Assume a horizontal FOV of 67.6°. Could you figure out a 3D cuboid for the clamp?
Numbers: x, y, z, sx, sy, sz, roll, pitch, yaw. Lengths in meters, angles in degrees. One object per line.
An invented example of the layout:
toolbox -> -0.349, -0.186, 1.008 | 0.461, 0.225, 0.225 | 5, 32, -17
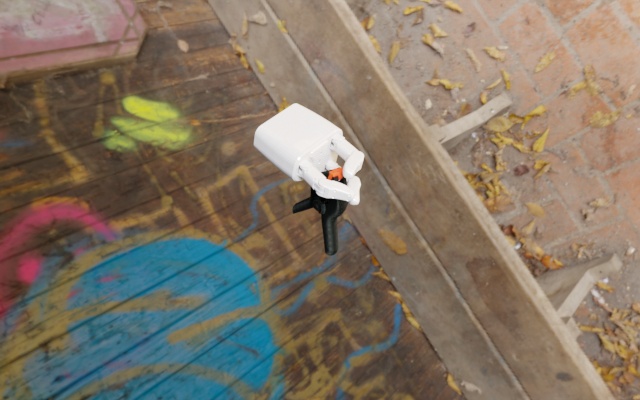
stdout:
clamp -> 0.000, 0.003, 0.817 | 0.120, 0.172, 0.039 | 38, 45, 27
